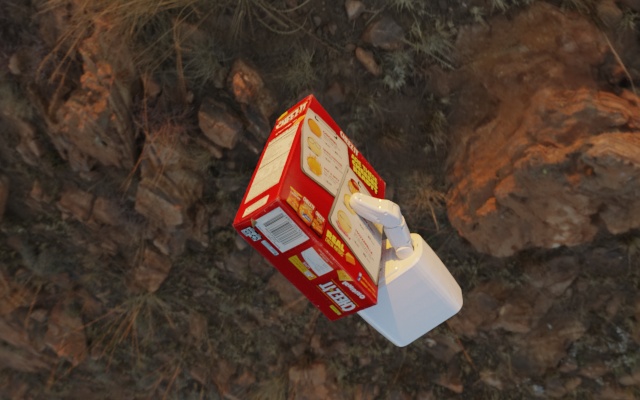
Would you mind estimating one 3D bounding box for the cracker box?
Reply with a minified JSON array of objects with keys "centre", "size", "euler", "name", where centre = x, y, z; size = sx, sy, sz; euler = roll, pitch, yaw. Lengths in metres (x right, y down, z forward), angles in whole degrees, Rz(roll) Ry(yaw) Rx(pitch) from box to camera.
[{"centre":[0.000,0.002,0.551],"size":[0.072,0.164,0.213],"euler":[-28,29,27],"name":"cracker box"}]
